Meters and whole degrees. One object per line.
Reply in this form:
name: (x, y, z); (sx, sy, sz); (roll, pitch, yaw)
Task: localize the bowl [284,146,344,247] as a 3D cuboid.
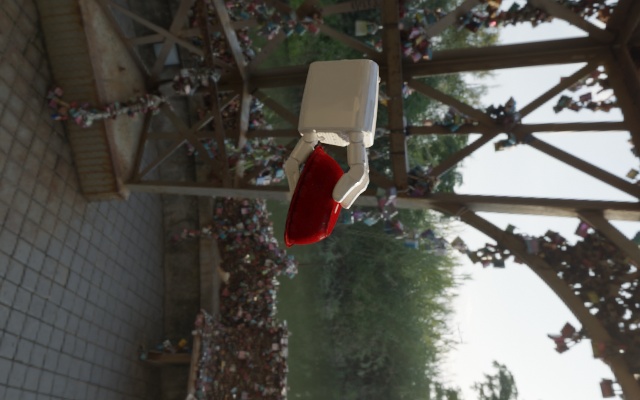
bowl: (0.000, 0.004, 0.721); (0.055, 0.162, 0.162); (19, 3, 9)
